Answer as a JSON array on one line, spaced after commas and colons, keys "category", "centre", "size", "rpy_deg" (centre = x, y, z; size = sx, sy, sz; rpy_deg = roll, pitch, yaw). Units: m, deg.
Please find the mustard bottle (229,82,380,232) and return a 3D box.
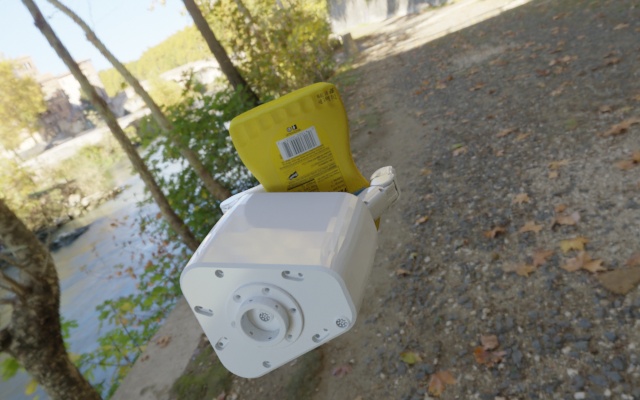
[{"category": "mustard bottle", "centre": [0.000, 0.001, 0.423], "size": [0.096, 0.192, 0.058], "rpy_deg": [-24, 18, -5]}]
